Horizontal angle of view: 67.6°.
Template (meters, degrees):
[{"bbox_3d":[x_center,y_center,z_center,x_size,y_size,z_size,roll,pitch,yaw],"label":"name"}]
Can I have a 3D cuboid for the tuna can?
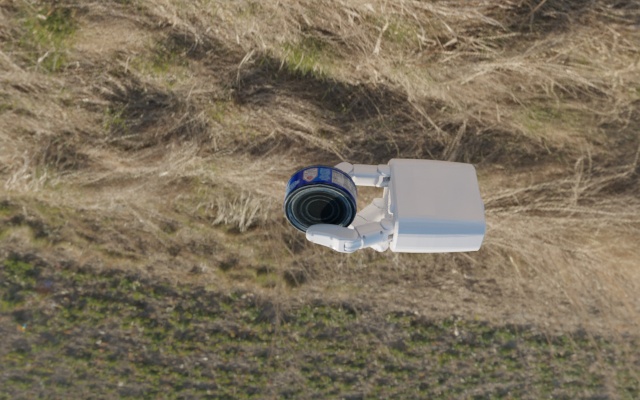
[{"bbox_3d":[0.000,0.002,0.556,0.086,0.086,0.033,0,43,4],"label":"tuna can"}]
